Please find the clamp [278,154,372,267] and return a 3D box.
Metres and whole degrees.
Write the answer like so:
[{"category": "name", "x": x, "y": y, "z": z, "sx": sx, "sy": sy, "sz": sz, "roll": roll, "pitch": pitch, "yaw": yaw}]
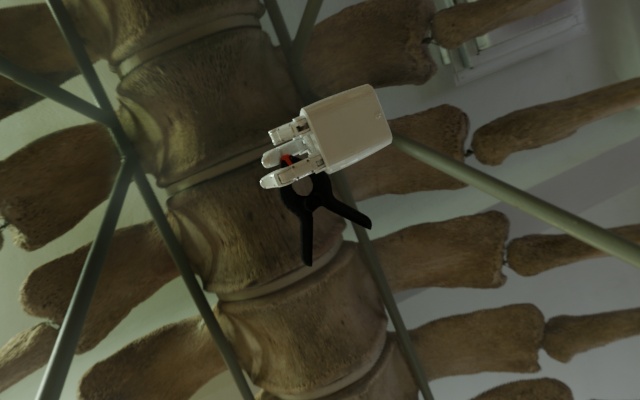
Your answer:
[{"category": "clamp", "x": 0.000, "y": 0.002, "z": 0.715, "sx": 0.120, "sy": 0.171, "sz": 0.039, "roll": -24, "pitch": 13, "yaw": -10}]
